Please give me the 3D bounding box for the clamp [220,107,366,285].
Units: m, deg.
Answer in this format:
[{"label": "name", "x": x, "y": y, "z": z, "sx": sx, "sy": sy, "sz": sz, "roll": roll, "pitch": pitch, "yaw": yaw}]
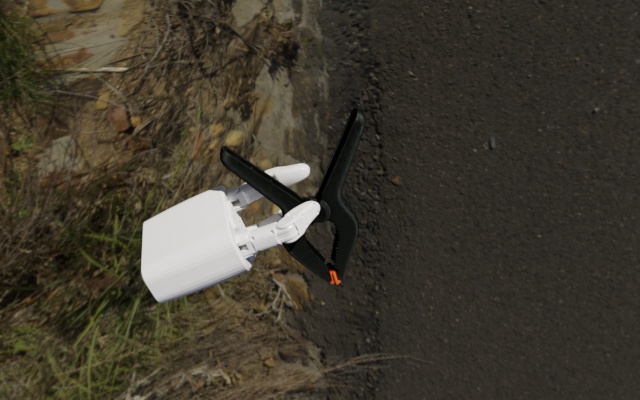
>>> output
[{"label": "clamp", "x": 0.000, "y": 0.003, "z": 0.556, "sx": 0.164, "sy": 0.210, "sz": 0.036, "roll": -22, "pitch": 23, "yaw": 2}]
